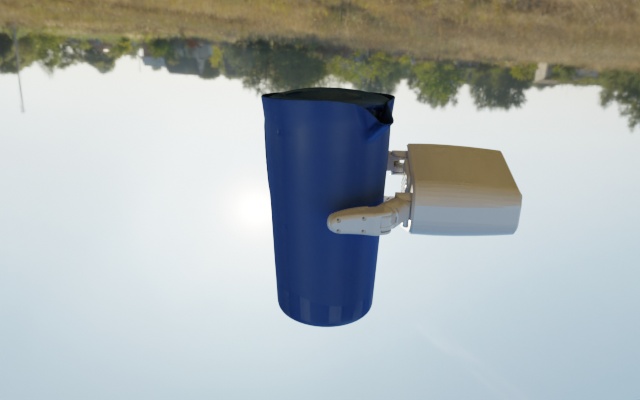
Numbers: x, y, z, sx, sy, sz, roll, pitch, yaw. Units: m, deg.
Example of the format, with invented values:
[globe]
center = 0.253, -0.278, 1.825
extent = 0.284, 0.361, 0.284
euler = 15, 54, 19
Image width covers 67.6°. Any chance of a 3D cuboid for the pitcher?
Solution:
[pitcher]
center = 0.000, 0.002, 0.516
extent = 0.145, 0.243, 0.149
euler = 2, 17, 4
